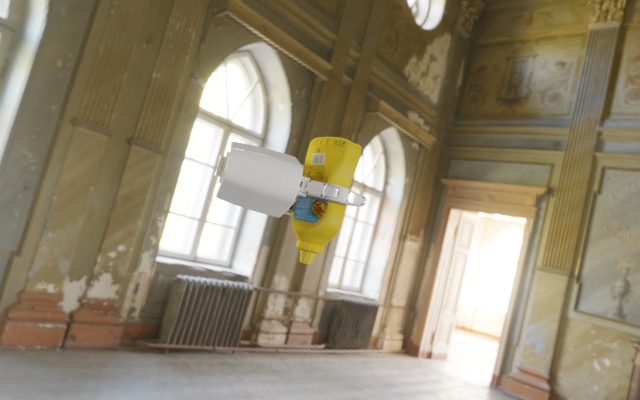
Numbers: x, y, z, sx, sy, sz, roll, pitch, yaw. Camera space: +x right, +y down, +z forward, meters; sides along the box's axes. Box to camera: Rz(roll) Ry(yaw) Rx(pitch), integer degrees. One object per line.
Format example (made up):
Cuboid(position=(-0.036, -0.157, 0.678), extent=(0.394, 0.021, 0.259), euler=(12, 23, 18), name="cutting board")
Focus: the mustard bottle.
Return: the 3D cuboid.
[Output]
Cuboid(position=(0.000, 0.002, 0.724), extent=(0.058, 0.191, 0.096), euler=(19, -7, -39), name="mustard bottle")
